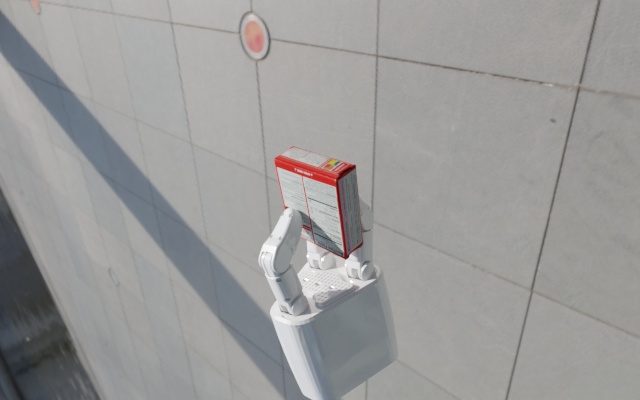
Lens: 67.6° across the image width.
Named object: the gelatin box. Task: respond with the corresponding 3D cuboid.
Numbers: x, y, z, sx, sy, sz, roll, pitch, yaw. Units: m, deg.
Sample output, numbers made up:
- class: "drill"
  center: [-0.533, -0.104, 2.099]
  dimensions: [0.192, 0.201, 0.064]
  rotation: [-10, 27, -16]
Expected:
- class: "gelatin box"
  center: [0.000, 0.001, 0.433]
  dimensions: [0.073, 0.089, 0.030]
  rotation: [21, 45, 37]
